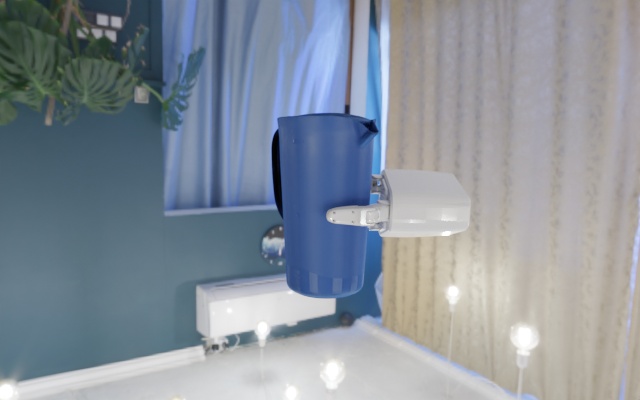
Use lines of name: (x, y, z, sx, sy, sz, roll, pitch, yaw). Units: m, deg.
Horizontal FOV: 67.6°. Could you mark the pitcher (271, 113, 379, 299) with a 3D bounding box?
pitcher: (0.000, 0.002, 0.661, 0.145, 0.243, 0.149, 1, 7, -2)
